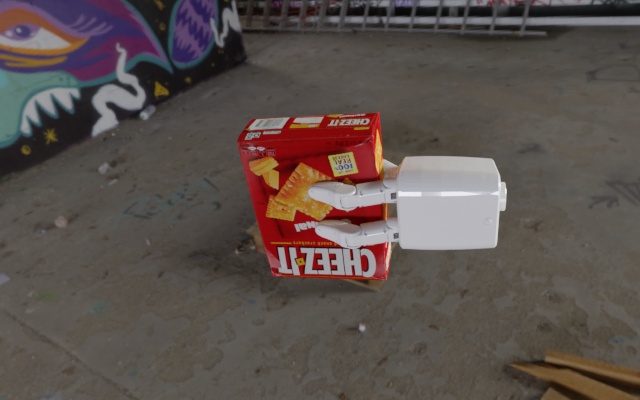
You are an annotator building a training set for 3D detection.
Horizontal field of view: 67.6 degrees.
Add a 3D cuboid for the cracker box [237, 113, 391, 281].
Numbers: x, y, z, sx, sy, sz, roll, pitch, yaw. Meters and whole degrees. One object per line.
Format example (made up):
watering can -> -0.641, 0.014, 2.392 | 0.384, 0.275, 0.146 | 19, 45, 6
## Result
cracker box -> 0.000, 0.002, 0.607 | 0.164, 0.214, 0.072 | 0, 33, 15
